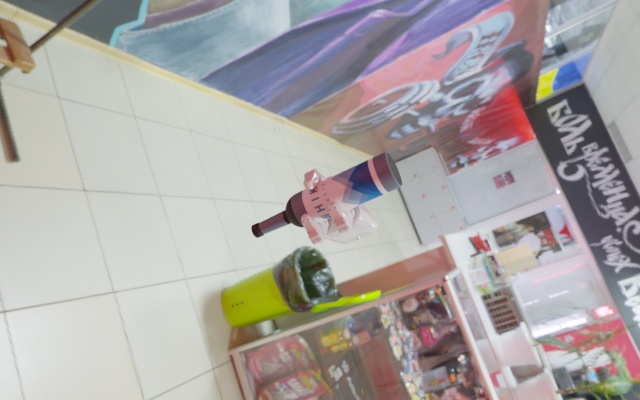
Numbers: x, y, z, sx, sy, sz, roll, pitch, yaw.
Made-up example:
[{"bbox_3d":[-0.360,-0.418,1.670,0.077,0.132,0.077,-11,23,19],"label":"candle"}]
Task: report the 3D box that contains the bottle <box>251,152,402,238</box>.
[{"bbox_3d":[0.000,0.003,0.868,0.296,0.069,0.069,-24,-9,20],"label":"bottle"}]
